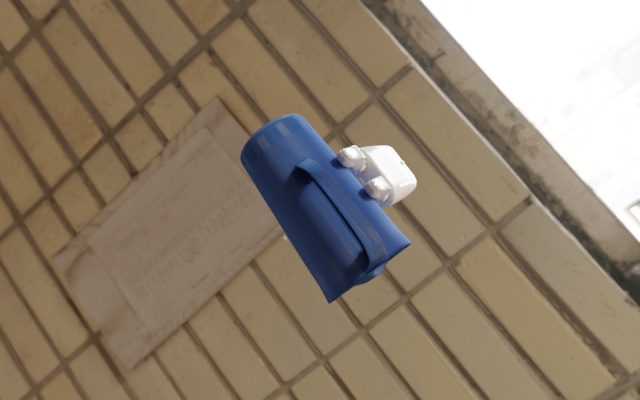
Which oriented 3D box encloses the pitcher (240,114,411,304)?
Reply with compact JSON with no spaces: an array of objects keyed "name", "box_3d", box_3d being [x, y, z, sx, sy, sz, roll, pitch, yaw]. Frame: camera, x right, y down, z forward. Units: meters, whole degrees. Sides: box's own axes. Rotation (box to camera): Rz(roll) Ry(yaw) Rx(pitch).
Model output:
[{"name":"pitcher","box_3d":[0.000,0.002,0.635,0.149,0.243,0.145,-44,-13,33]}]
